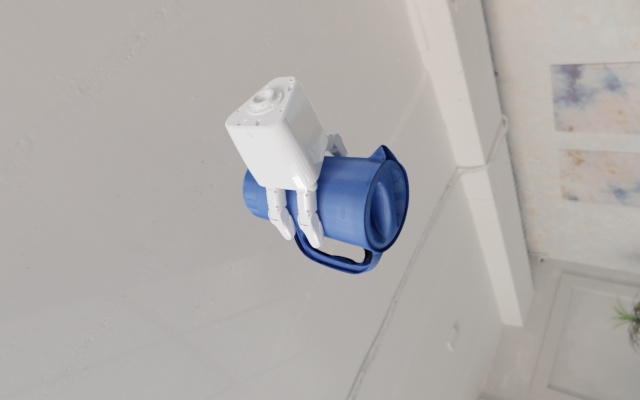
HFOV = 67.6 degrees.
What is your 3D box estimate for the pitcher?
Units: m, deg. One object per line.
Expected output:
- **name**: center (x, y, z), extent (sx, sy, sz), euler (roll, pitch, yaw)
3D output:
- **pitcher**: center (0.000, 0.002, 0.726), extent (0.243, 0.149, 0.145), euler (9, -38, 35)
